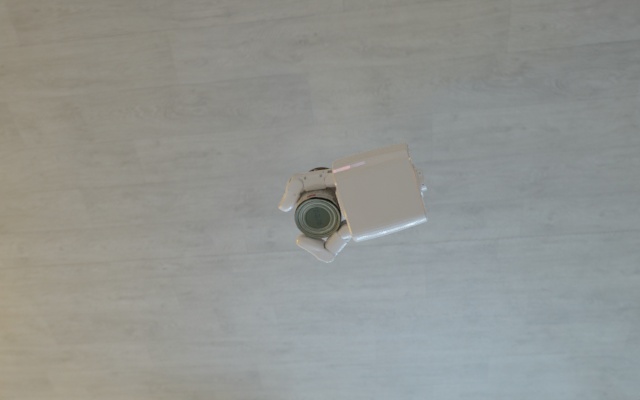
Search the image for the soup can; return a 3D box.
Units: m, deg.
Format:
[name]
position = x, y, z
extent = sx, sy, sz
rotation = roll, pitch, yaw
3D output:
[soup can]
position = 0.000, 0.002, 0.705
extent = 0.068, 0.068, 0.102
rotation = 0, 28, 5
